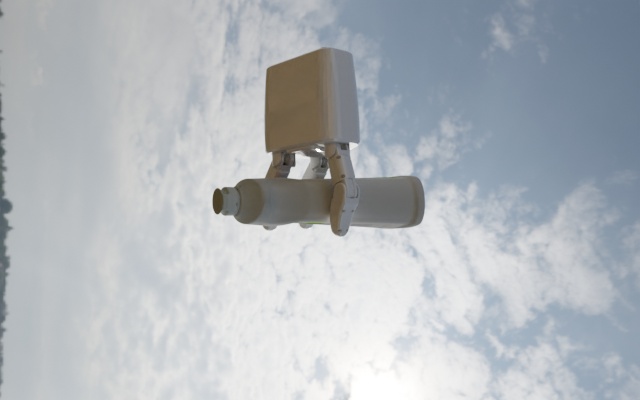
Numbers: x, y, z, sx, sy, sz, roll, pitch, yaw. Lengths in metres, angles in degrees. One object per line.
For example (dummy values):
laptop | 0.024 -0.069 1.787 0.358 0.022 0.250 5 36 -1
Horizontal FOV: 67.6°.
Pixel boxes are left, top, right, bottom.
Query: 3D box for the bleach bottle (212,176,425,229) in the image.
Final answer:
bleach bottle | 0.000 0.002 0.562 0.251 0.068 0.102 1 -5 -35
